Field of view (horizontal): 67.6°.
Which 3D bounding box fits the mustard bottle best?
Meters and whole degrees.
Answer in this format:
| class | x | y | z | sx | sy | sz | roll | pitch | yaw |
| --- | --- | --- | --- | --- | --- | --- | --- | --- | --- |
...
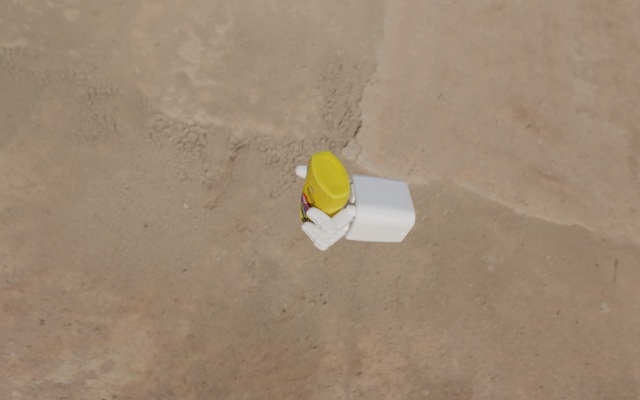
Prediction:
| class | x | y | z | sx | sy | sz | roll | pitch | yaw |
| --- | --- | --- | --- | --- | --- | --- | --- | --- | --- |
| mustard bottle | 0.000 | 0.003 | 0.855 | 0.058 | 0.096 | 0.192 | -17 | -26 | -20 |
